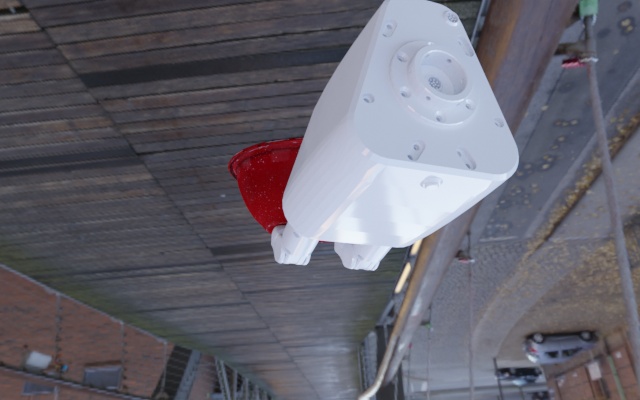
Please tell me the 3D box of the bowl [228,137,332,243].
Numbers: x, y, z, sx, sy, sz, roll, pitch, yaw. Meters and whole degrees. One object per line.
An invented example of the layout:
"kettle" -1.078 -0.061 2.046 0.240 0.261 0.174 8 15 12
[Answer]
"bowl" 0.000 0.002 0.413 0.162 0.055 0.162 2 -15 0
